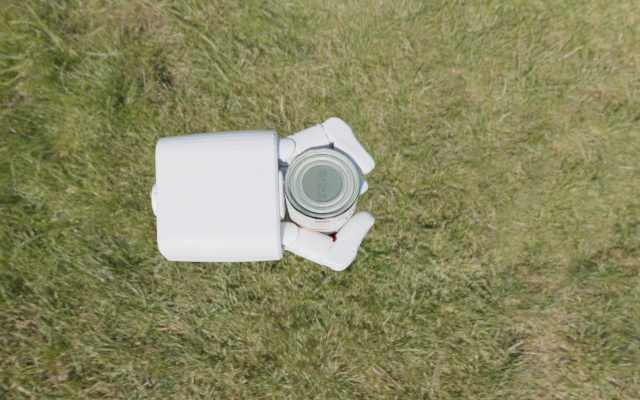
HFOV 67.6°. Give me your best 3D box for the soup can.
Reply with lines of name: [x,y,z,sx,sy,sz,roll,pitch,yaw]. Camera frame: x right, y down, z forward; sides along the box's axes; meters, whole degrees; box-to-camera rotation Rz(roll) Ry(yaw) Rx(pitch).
soup can: [0.001,0.001,0.452,0.068,0.068,0.102,0,-21,-1]
